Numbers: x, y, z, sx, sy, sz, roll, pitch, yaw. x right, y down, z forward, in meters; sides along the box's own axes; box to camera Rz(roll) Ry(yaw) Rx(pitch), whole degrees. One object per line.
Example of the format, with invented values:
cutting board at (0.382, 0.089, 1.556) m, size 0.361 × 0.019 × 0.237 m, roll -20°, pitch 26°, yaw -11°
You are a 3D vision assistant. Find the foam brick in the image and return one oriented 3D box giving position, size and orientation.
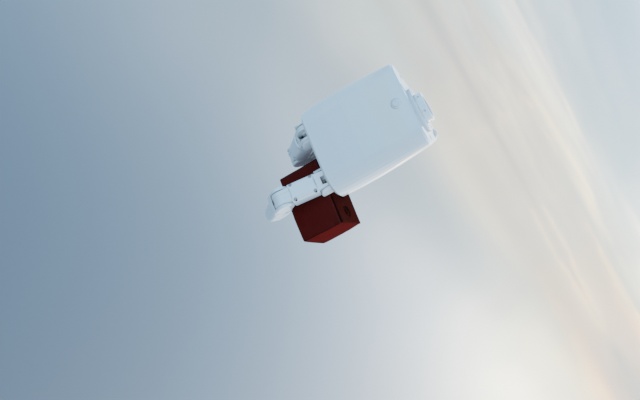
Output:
foam brick at (0.000, 0.002, 0.526) m, size 0.051 × 0.078 × 0.053 m, roll -27°, pitch -15°, yaw 20°
